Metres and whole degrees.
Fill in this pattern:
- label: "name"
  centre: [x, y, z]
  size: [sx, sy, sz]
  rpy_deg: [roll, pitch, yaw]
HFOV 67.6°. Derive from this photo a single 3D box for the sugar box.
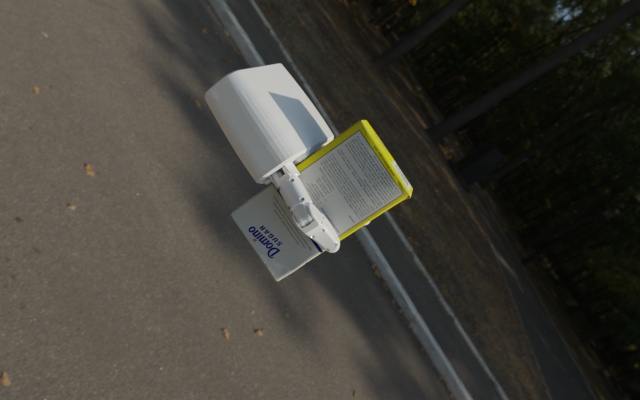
- label: "sugar box"
  centre: [0.000, 0.001, 0.514]
  size: [0.176, 0.093, 0.048]
  rpy_deg: [-33, 1, 18]
